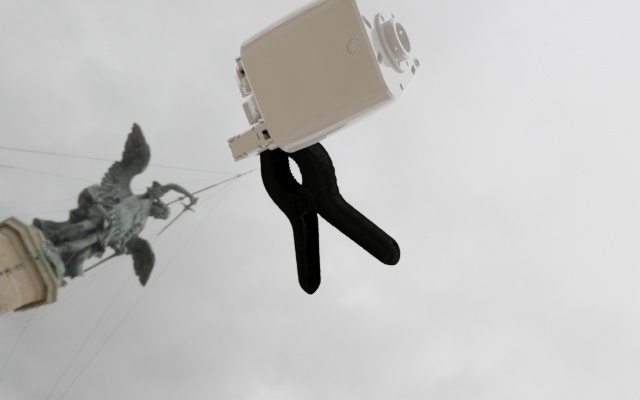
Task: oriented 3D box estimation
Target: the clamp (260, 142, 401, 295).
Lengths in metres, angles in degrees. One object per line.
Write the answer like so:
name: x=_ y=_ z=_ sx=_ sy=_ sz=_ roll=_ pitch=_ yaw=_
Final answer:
clamp: x=0.000 y=0.001 z=0.435 sx=0.120 sy=0.171 sz=0.039 roll=-18 pitch=8 yaw=34
